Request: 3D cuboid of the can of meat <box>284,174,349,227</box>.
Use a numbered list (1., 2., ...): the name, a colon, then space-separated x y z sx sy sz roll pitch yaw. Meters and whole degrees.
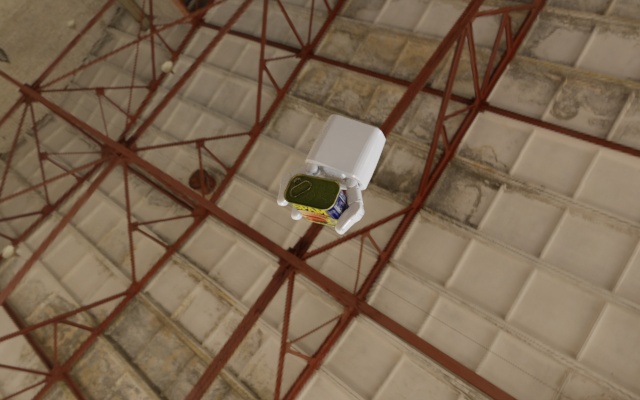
1. can of meat: 0.000 0.003 0.835 0.102 0.057 0.084 12 -21 30
